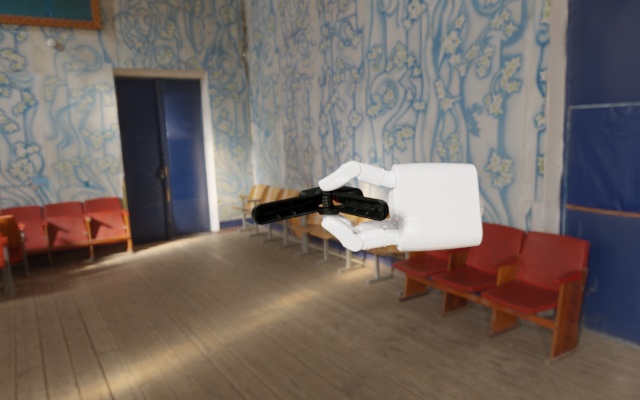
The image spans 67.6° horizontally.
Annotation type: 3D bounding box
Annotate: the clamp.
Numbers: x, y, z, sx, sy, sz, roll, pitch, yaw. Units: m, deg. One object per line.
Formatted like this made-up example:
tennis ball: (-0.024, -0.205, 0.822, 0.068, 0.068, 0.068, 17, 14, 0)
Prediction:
clamp: (0.000, 0.001, 0.651, 0.164, 0.036, 0.210, -2, 8, 1)
